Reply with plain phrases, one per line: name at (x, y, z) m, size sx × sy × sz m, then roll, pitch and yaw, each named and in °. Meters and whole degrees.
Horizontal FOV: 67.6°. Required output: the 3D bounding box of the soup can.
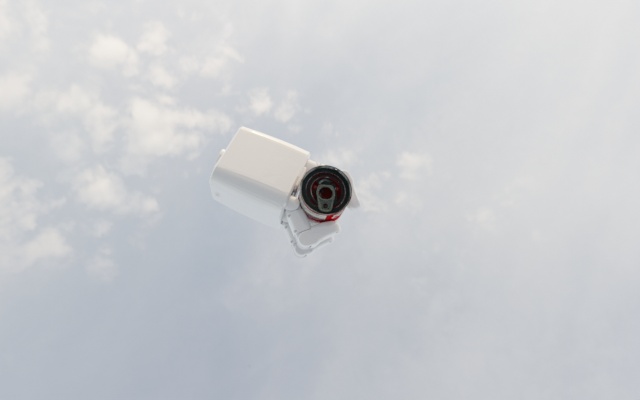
soup can at (0.001, 0.002, 0.656) m, size 0.068 × 0.068 × 0.102 m, roll 0°, pitch -19°, yaw -9°
